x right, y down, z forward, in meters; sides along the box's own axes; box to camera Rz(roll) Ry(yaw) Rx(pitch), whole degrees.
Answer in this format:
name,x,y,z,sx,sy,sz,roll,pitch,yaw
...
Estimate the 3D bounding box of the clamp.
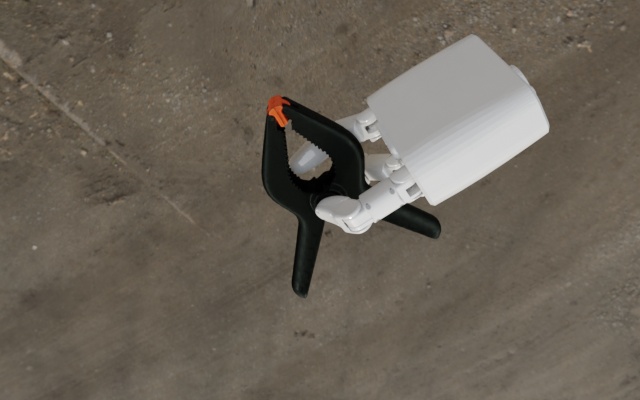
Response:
name,x,y,z,sx,sy,sz,roll,pitch,yaw
clamp,0.000,0.001,0.447,0.164,0.210,0.036,-32,30,11
